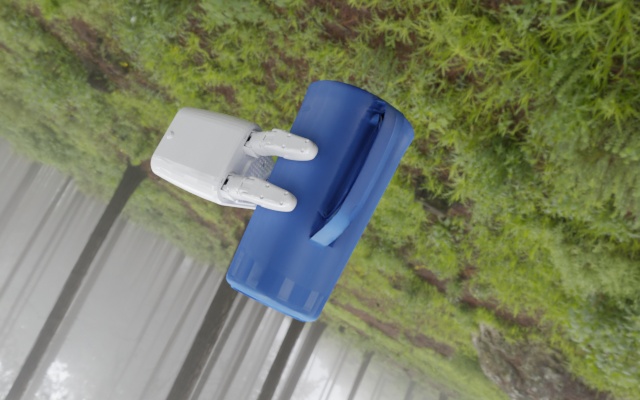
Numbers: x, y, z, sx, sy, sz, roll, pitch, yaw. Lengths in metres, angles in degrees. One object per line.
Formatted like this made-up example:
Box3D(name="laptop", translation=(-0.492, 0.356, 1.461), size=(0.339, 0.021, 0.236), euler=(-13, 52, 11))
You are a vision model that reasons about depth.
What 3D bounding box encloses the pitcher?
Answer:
Box3D(name="pitcher", translation=(0.000, 0.002, 0.516), size=(0.145, 0.243, 0.149), euler=(21, -12, 25))
